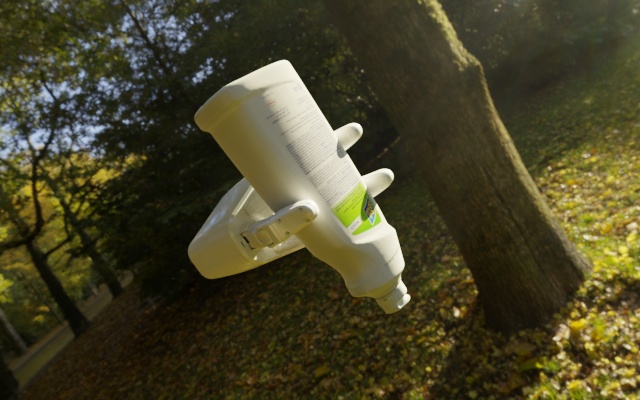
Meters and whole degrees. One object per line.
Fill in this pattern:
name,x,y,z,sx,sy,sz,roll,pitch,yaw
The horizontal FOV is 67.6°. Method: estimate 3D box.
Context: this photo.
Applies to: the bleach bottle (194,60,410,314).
bleach bottle,0.000,0.001,0.438,0.068,0.251,0.102,-26,11,46
